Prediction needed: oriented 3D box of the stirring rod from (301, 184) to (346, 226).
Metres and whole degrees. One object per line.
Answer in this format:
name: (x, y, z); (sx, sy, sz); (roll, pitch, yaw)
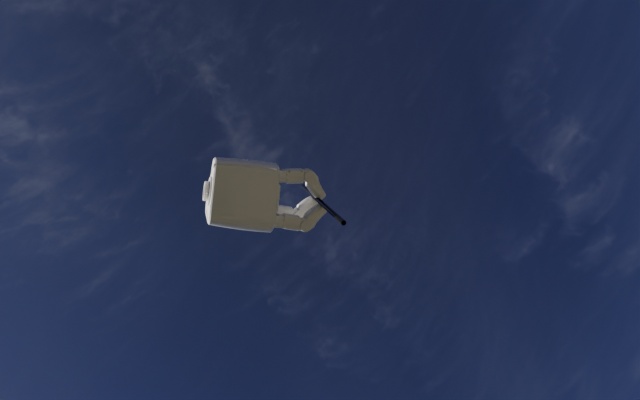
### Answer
stirring rod: (0.000, 0.003, 0.809); (0.011, 0.011, 0.239); (0, 15, -17)
